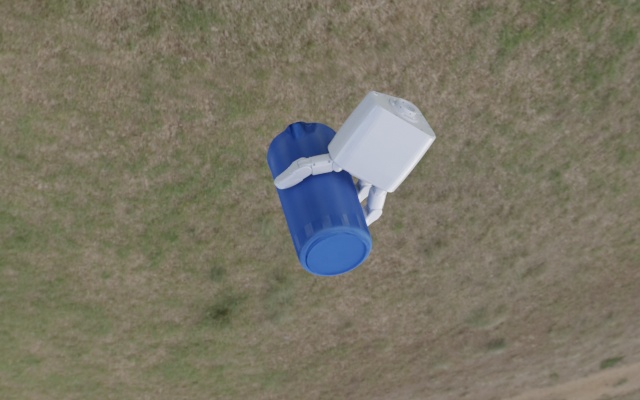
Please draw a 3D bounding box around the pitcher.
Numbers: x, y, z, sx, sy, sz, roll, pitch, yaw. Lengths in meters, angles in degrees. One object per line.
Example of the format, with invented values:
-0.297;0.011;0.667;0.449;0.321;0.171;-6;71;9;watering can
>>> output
0.000;0.002;0.762;0.149;0.242;0.145;19;-55;-31;pitcher
